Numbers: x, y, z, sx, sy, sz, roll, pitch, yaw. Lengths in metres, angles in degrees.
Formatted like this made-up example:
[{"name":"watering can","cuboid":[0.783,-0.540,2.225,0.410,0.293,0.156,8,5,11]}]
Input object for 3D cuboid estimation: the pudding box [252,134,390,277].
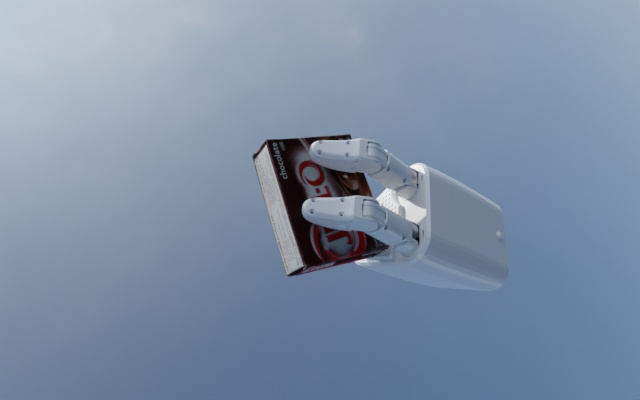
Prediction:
[{"name":"pudding box","cuboid":[0.000,0.001,0.413,0.090,0.113,0.039,-9,-18,-36]}]
